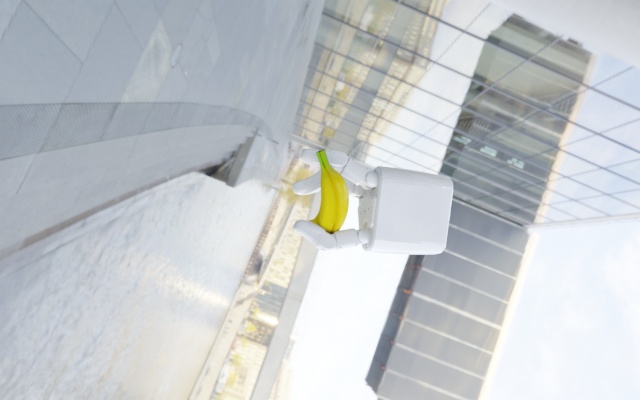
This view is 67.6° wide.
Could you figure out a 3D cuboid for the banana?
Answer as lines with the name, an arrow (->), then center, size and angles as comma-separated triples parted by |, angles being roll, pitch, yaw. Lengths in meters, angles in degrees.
banana -> 0.007, 0.016, 0.647 | 0.037, 0.069, 0.198 | -12, -30, -18
